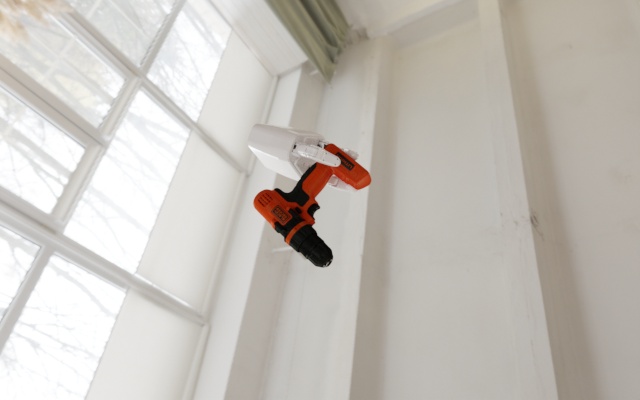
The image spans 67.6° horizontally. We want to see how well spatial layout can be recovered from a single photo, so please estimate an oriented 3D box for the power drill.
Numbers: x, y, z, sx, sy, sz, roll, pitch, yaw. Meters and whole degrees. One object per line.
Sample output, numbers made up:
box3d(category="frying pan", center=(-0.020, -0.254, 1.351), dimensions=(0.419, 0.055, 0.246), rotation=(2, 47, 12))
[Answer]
box3d(category="power drill", center=(0.000, 0.002, 0.842), dimensions=(0.184, 0.187, 0.057), rotation=(42, -13, 20))
